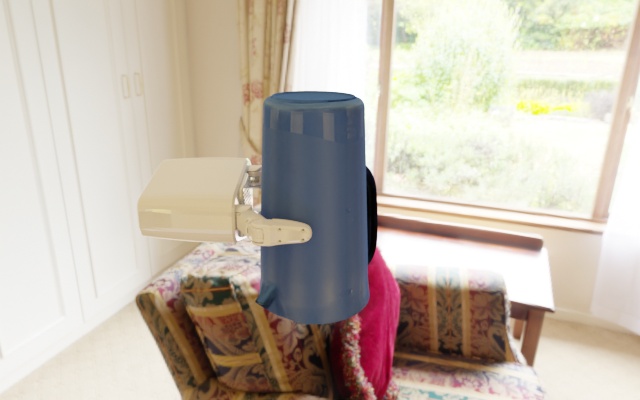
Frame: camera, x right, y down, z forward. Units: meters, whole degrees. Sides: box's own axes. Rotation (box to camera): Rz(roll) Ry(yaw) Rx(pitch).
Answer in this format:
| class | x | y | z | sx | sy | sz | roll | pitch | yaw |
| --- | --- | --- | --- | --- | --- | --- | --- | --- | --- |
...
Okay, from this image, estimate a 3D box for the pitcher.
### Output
| class | x | y | z | sx | sy | sz | roll | pitch | yaw |
| --- | --- | --- | --- | --- | --- | --- | --- | --- | --- |
| pitcher | 0.000 | 0.002 | 0.546 | 0.145 | 0.243 | 0.149 | 1 | 19 | 2 |
